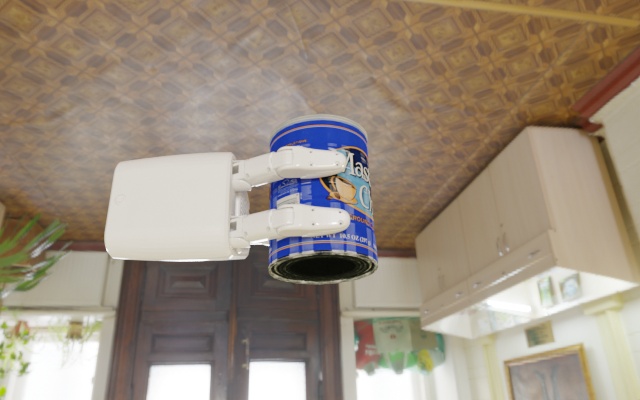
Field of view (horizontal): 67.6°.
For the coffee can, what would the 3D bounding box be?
[{"bbox_3d":[0.000,0.001,0.471,0.103,0.140,0.103,-2,-24,-1],"label":"coffee can"}]
